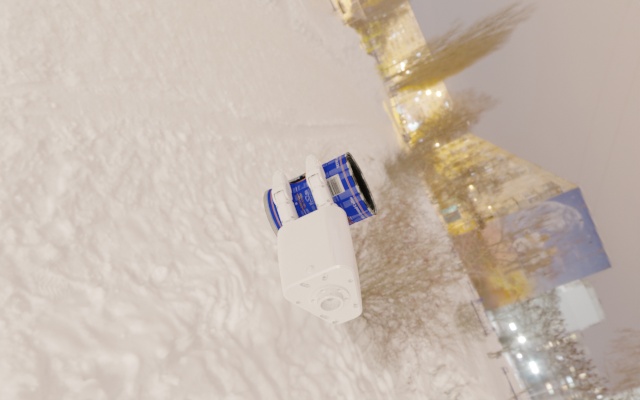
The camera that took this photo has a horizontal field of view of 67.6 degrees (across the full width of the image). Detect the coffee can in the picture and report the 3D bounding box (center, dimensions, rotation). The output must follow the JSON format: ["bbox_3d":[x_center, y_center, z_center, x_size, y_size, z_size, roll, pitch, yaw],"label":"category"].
[{"bbox_3d":[0.000,0.002,0.719,0.140,0.103,0.103,-25,-6,13],"label":"coffee can"}]
